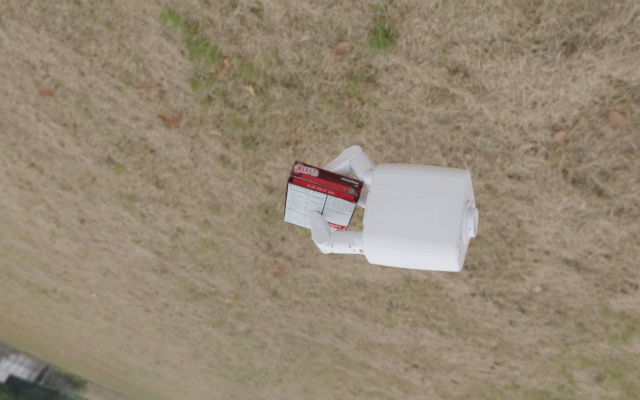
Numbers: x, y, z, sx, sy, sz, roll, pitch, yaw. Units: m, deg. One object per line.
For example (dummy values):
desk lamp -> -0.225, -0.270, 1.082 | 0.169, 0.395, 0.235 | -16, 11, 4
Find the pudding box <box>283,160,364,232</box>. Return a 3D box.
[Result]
pudding box -> 0.000, 0.002, 0.618 | 0.090, 0.039, 0.114 | 18, -30, 2
